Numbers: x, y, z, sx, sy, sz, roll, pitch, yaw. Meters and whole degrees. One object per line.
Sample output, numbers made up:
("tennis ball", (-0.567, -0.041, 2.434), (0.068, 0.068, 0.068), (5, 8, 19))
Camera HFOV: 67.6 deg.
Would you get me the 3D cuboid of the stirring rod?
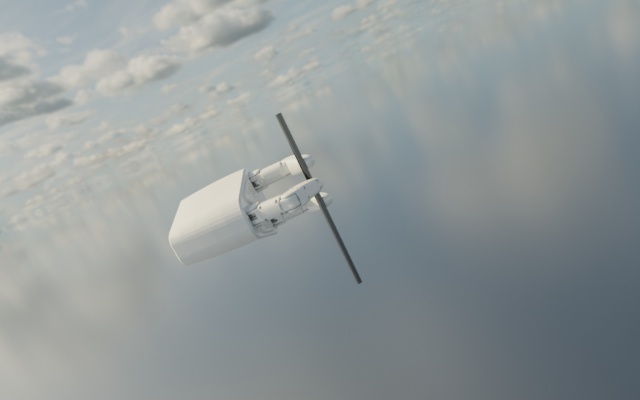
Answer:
("stirring rod", (0.000, 0.002, 0.598), (0.011, 0.239, 0.011), (-24, 13, 6))
